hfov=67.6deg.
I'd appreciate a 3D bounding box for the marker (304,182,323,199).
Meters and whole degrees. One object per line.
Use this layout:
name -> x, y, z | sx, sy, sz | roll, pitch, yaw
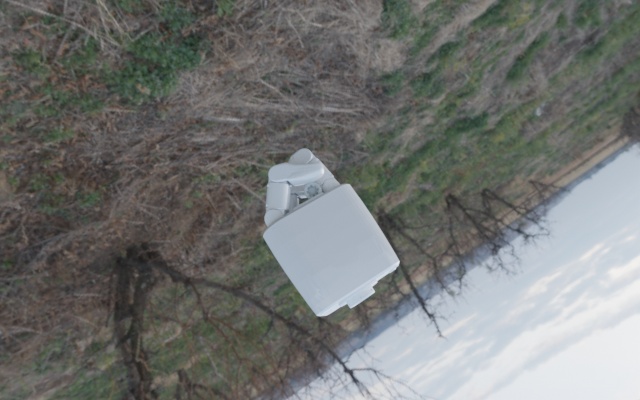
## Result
marker -> 0.000, 0.002, 0.576 | 0.020, 0.020, 0.121 | 0, -12, 8
